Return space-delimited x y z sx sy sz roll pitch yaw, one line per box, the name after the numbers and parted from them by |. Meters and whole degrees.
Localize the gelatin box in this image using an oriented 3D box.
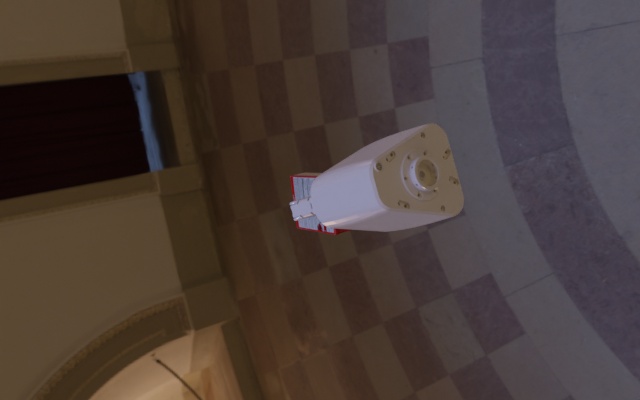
0.000 0.002 0.613 0.030 0.073 0.089 -14 11 -35 | gelatin box
